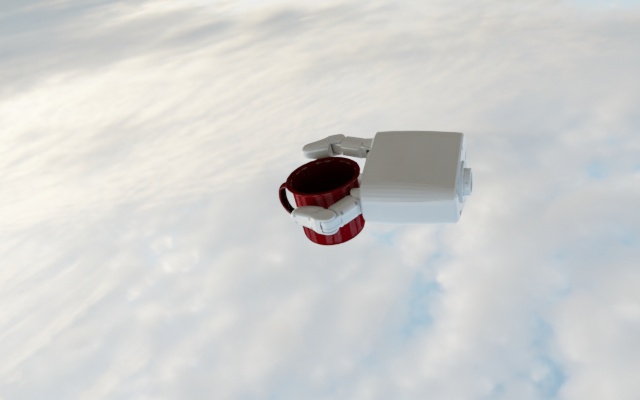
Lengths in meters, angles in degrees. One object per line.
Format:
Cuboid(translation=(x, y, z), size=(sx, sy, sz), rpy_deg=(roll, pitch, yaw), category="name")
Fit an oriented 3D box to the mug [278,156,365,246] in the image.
Cuboid(translation=(-0.001, 0.002, 0.605), size=(0.117, 0.081, 0.093), rpy_deg=(2, 35, 25), category="mug")
